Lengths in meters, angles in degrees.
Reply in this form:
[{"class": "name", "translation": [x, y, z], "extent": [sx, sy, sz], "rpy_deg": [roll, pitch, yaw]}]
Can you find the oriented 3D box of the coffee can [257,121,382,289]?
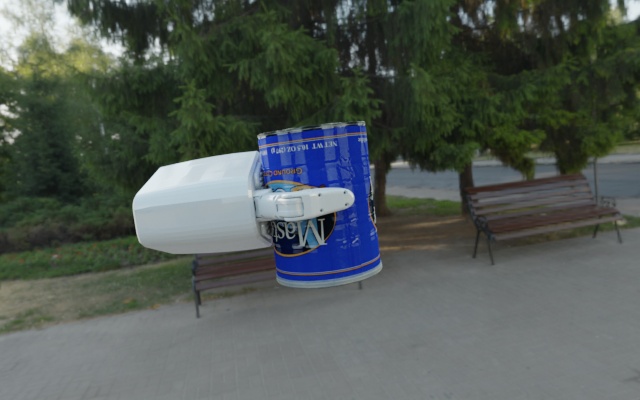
[{"class": "coffee can", "translation": [0.000, 0.002, 0.456], "extent": [0.103, 0.140, 0.103], "rpy_deg": [-7, 6, 1]}]
